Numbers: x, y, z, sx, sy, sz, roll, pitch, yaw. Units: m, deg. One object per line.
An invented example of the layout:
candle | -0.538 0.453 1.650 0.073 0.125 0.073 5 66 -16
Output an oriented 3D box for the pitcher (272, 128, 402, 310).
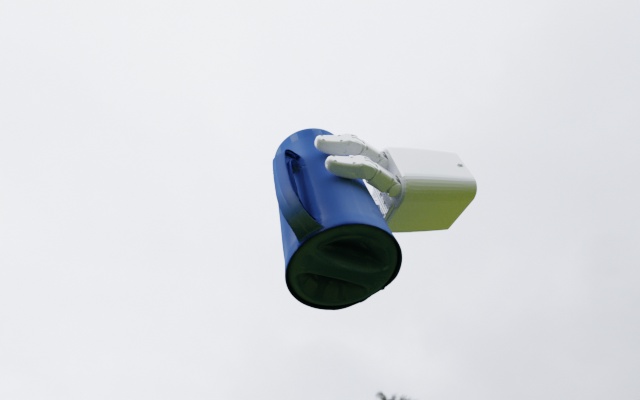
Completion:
pitcher | 0.000 0.002 0.608 0.145 0.149 0.242 1 37 -15
